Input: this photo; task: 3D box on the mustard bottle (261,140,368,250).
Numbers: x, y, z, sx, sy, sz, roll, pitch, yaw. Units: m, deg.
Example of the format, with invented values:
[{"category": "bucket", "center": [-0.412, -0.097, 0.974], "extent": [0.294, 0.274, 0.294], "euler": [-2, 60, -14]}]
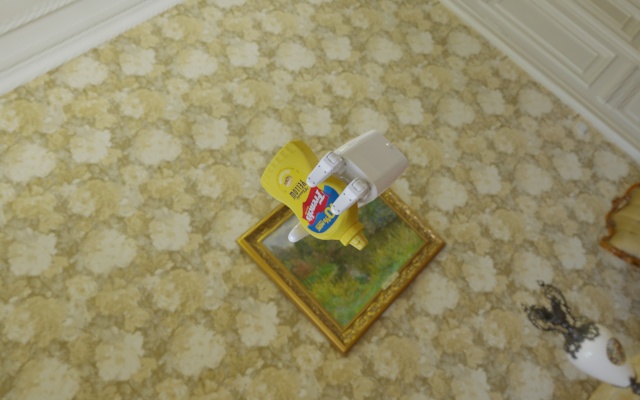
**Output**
[{"category": "mustard bottle", "center": [0.000, 0.002, 0.736], "extent": [0.191, 0.096, 0.058], "euler": [45, 26, 11]}]
